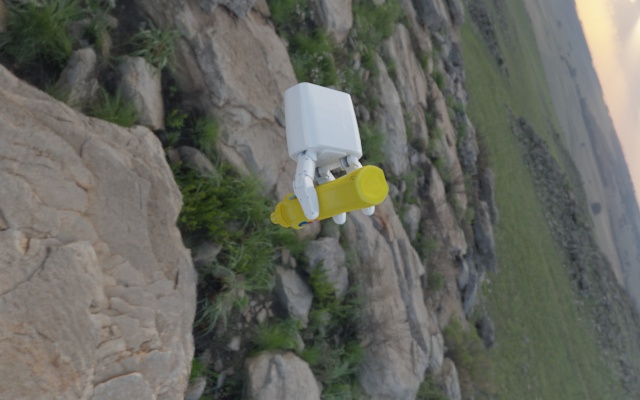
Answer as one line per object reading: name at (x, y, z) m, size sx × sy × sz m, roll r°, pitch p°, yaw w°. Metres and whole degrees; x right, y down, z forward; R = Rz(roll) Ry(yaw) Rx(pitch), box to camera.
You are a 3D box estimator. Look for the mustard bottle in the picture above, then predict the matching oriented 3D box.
mustard bottle at (0.000, 0.003, 0.722) m, size 0.191 × 0.058 × 0.096 m, roll -18°, pitch 4°, yaw 33°
